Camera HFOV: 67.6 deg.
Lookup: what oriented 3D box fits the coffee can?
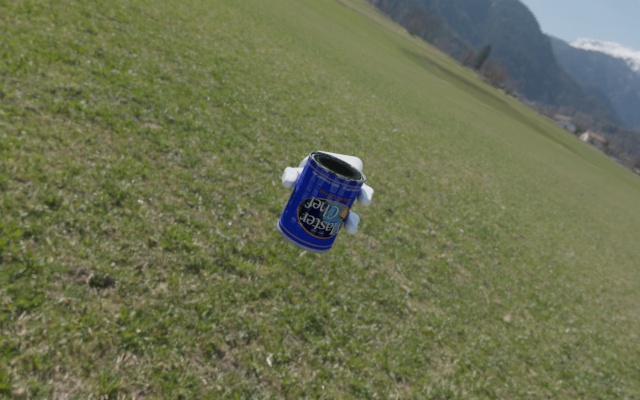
[{"bbox_3d":[0.000,0.003,0.801,0.103,0.140,0.102,23,19,-8],"label":"coffee can"}]
